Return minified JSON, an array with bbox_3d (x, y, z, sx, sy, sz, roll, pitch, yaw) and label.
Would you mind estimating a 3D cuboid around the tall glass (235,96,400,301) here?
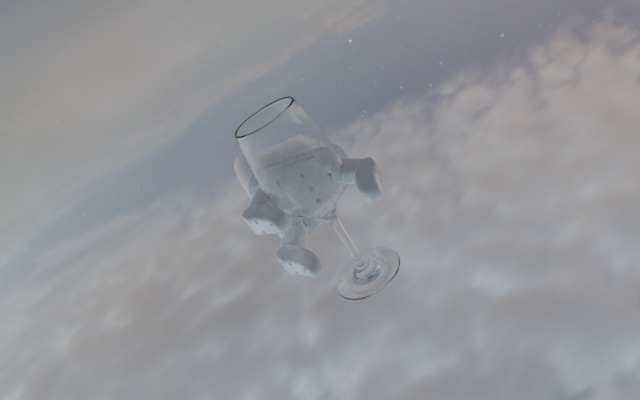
[{"bbox_3d":[0.001,0.002,0.459,0.079,0.201,0.079,-26,27,14],"label":"tall glass"}]
